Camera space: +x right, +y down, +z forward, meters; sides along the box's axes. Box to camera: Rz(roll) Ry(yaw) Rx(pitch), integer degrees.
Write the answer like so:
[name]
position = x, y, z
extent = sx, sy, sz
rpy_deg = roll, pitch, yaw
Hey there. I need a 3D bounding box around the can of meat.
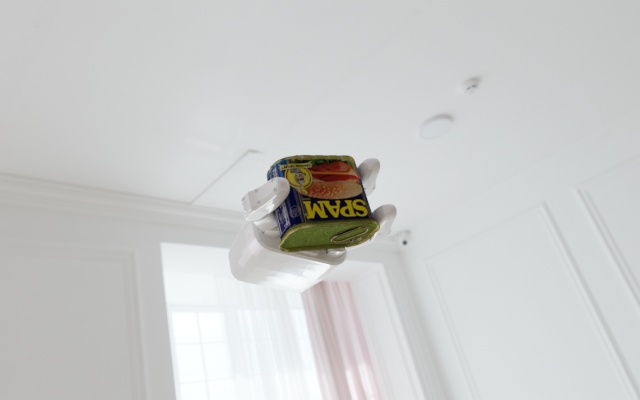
[can of meat]
position = 0.000, 0.001, 0.491
extent = 0.102, 0.084, 0.057
rpy_deg = -2, -29, -27
